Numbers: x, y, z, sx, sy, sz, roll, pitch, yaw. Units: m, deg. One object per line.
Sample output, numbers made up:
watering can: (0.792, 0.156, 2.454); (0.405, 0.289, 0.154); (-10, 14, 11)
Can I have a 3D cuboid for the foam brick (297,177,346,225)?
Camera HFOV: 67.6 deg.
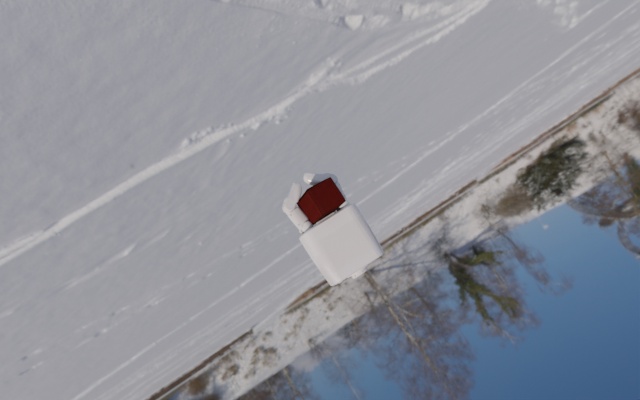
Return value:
foam brick: (0.000, 0.003, 0.832); (0.053, 0.051, 0.078); (-30, -7, -22)
